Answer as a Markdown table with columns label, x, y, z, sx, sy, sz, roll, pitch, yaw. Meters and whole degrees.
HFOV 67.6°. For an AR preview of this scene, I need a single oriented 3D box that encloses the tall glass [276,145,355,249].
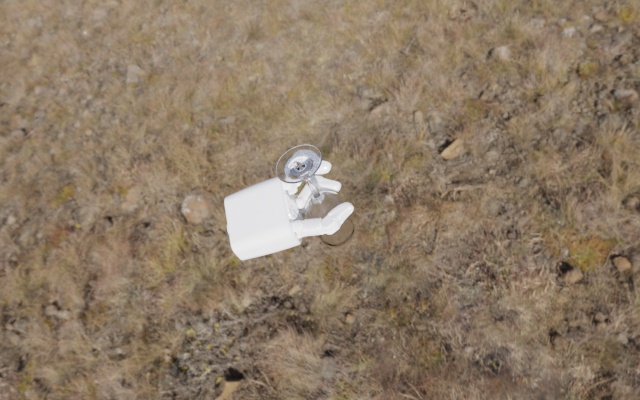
| label | x | y | z | sx | sy | sz | roll | pitch | yaw |
| --- | --- | --- | --- | --- | --- | --- | --- | --- | --- |
| tall glass | 0.000 | 0.002 | 0.783 | 0.079 | 0.079 | 0.201 | 0 | -35 | 24 |
